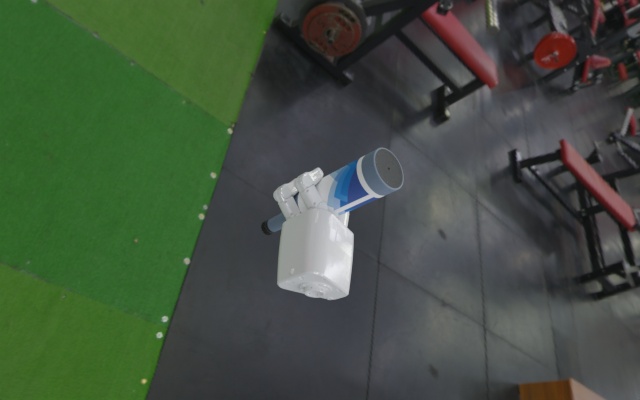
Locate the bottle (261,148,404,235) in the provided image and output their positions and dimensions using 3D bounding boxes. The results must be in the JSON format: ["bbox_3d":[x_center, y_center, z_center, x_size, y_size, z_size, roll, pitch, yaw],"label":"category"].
[{"bbox_3d":[0.000,0.002,0.787,0.069,0.069,0.296,0,-19,-46],"label":"bottle"}]
